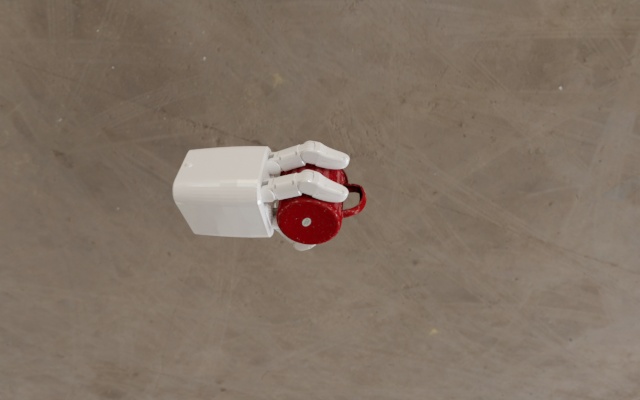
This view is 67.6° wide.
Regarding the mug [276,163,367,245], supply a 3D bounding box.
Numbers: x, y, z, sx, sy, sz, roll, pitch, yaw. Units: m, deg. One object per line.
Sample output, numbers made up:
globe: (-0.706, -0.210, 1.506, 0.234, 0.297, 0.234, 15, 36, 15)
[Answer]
mug: (0.002, 0.002, 0.611, 0.117, 0.093, 0.081, -1, 42, 6)
